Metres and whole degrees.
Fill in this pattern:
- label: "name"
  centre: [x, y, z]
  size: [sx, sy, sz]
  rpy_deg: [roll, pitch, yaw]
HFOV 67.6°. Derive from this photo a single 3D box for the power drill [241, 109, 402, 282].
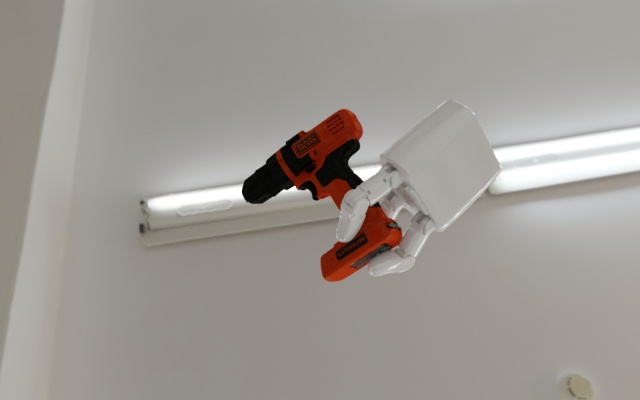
- label: "power drill"
  centre: [0.001, 0.002, 0.593]
  size: [0.184, 0.187, 0.057]
  rpy_deg: [-35, -23, 16]
